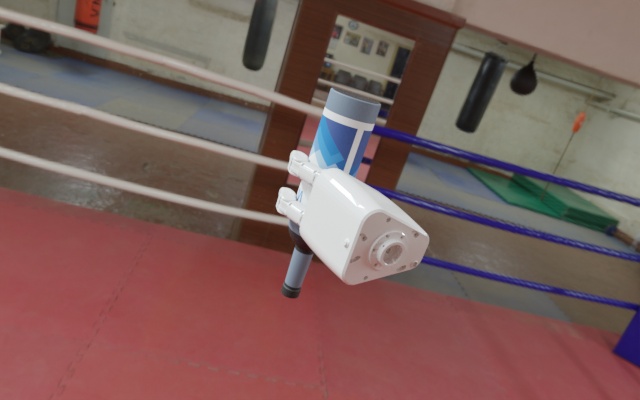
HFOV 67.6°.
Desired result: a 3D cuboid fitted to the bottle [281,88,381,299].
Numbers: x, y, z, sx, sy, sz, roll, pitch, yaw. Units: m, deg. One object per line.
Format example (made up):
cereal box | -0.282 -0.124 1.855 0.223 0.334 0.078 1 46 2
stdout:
bottle | 0.000 0.002 0.643 0.069 0.296 0.069 17 19 -6
